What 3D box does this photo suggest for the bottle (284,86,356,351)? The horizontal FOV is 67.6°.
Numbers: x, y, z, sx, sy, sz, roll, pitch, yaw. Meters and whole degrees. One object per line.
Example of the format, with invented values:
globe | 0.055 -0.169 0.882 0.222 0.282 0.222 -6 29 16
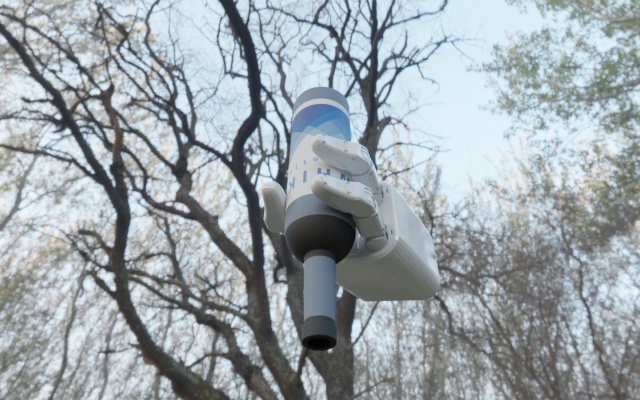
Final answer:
bottle | 0.000 0.001 0.466 0.069 0.295 0.069 0 -42 0
